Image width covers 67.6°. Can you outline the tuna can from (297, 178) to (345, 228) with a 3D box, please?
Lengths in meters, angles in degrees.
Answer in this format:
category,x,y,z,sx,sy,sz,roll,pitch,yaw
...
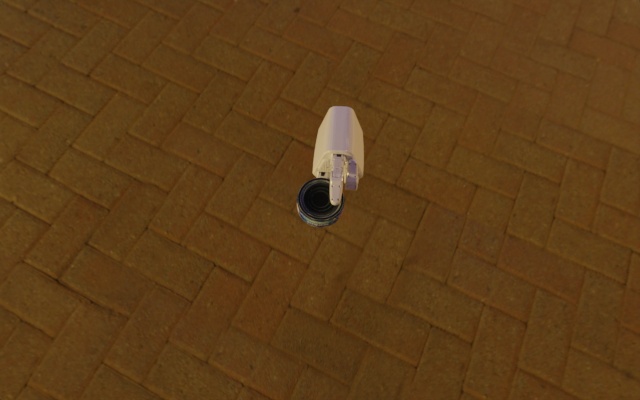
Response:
category,x,y,z,sx,sy,sz,roll,pitch,yaw
tuna can,0.000,0.003,0.853,0.086,0.086,0.034,0,-22,-2
